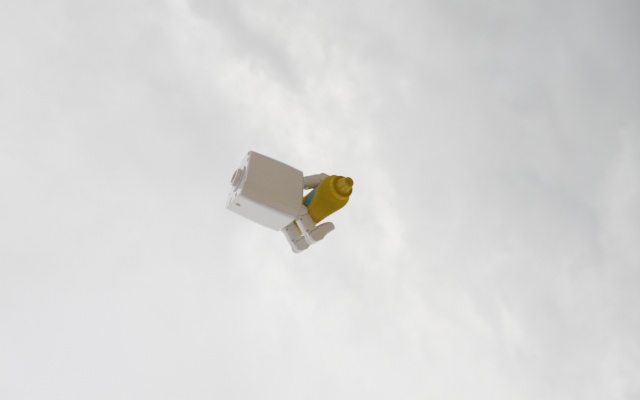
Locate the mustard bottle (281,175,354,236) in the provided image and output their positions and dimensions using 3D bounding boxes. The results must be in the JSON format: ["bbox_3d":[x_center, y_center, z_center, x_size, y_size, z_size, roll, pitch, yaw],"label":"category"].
[{"bbox_3d":[0.000,0.003,0.858,0.096,0.058,0.192,-51,8,-37],"label":"mustard bottle"}]
